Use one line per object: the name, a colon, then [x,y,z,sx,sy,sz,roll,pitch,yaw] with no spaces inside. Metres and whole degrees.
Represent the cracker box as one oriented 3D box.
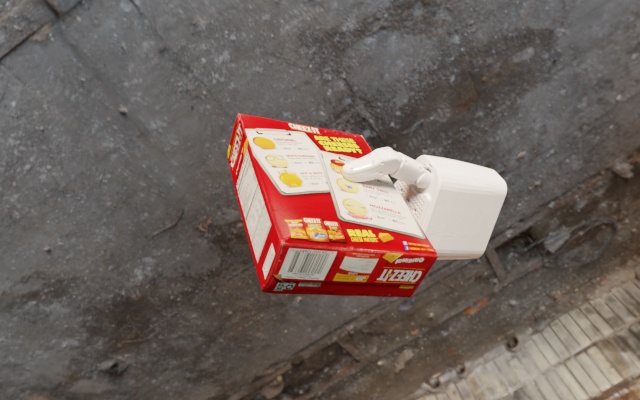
cracker box: [0.000,0.002,0.506,0.164,0.072,0.213,6,36,-26]
